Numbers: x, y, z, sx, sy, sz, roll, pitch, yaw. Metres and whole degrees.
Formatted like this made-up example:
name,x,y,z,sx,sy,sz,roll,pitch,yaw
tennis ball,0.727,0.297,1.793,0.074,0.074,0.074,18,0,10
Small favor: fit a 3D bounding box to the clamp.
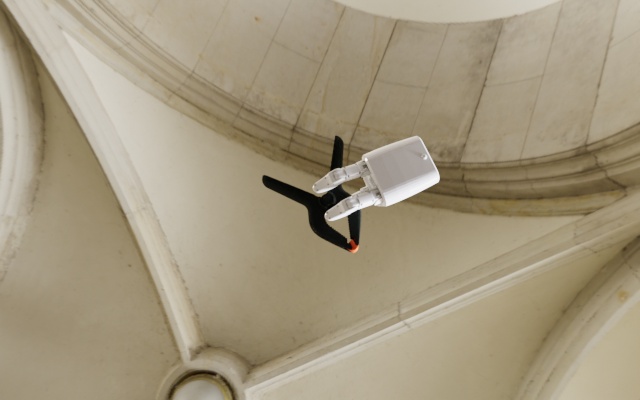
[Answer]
name,x,y,z,sx,sy,sz,roll,pitch,yaw
clamp,0.001,0.003,0.848,0.164,0.210,0.036,-23,-16,-2
